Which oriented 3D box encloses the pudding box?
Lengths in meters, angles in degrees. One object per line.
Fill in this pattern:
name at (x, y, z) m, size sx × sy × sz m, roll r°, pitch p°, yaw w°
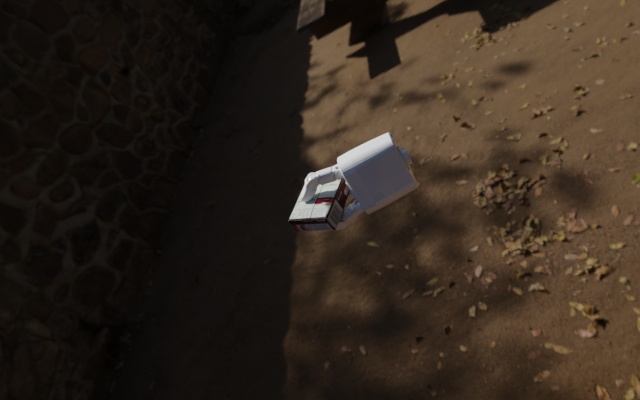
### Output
pudding box at (0.000, 0.003, 0.896) m, size 0.090 × 0.113 × 0.039 m, roll -6°, pitch -44°, yaw 35°
